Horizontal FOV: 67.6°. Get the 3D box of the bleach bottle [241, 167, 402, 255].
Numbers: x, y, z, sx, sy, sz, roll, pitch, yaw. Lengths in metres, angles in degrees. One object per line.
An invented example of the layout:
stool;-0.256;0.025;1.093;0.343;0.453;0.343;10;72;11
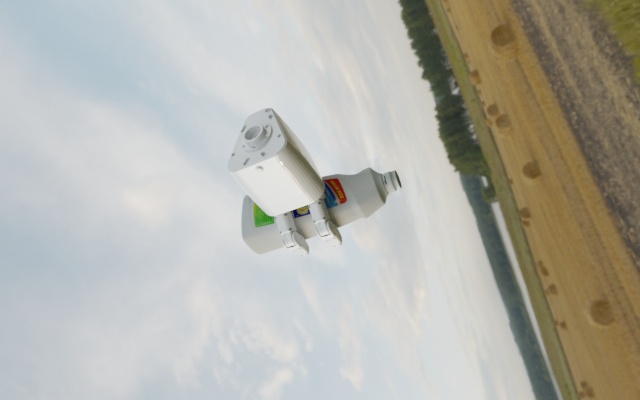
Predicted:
bleach bottle;0.000;0.003;0.735;0.251;0.102;0.068;-20;-42;18
